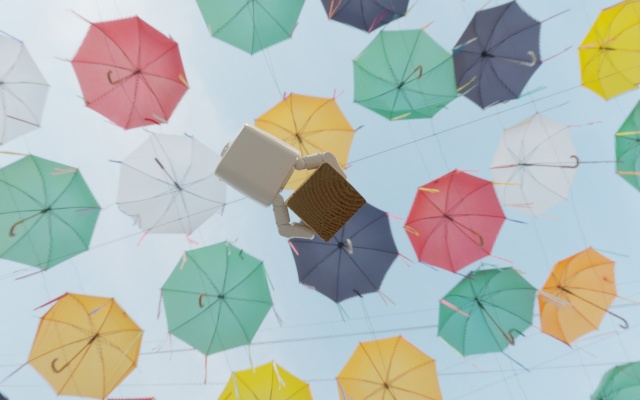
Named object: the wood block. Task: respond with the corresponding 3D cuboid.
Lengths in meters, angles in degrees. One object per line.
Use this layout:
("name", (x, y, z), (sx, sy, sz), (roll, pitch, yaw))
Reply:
("wood block", (0.000, 0.002, 0.817), (0.090, 0.091, 0.206), (44, -3, -4))
